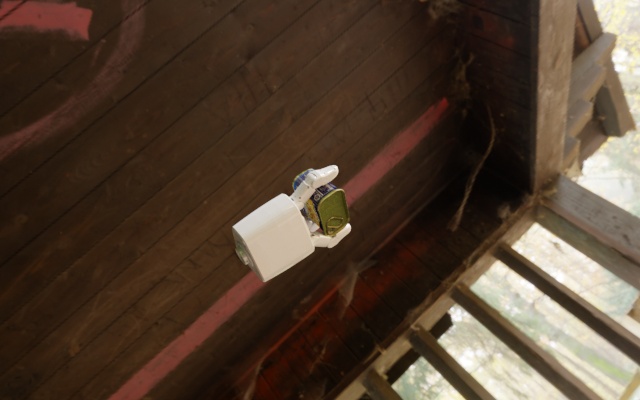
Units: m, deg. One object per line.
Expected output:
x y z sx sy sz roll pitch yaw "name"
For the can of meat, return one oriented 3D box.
0.000 0.003 0.854 0.057 0.102 0.084 -36 51 -17 "can of meat"
